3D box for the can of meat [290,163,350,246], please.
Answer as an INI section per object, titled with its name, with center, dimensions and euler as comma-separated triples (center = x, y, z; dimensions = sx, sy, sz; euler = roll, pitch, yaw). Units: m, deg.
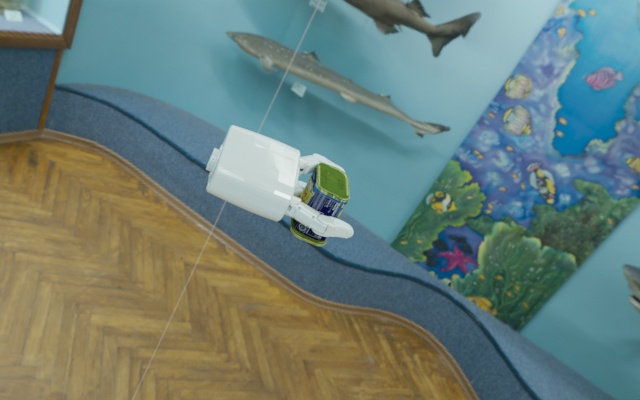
[can of meat]
center = 0.000, 0.002, 0.699
dimensions = 0.057, 0.084, 0.102
euler = 24, 26, -12
